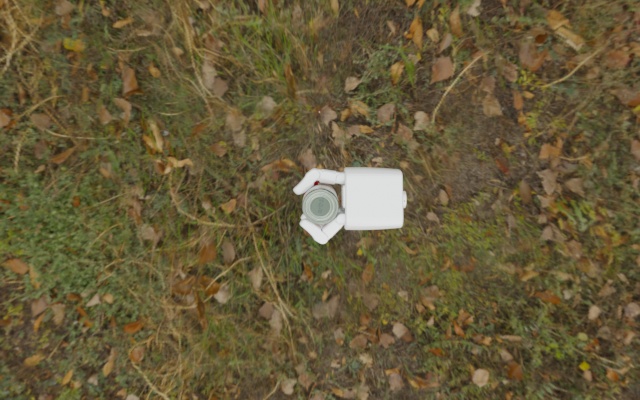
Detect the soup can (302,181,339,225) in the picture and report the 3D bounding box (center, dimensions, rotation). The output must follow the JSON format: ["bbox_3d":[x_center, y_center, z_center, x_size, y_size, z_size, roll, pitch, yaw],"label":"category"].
[{"bbox_3d":[0.000,0.003,0.897,0.068,0.068,0.102,0,11,0],"label":"soup can"}]
